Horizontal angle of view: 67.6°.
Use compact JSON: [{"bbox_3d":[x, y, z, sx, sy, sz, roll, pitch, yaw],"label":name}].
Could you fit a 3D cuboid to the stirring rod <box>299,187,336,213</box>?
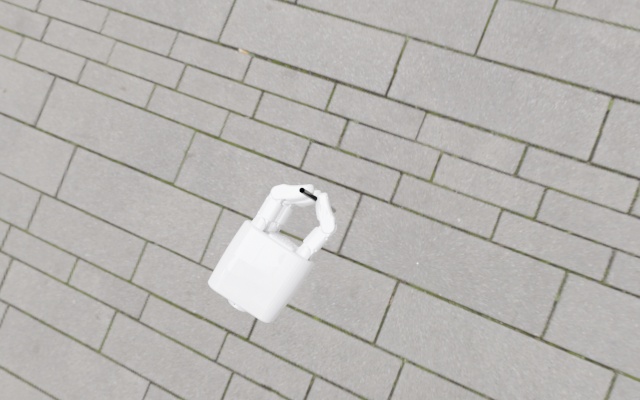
[{"bbox_3d":[0.000,0.002,0.721,0.011,0.011,0.239,0,-7,11],"label":"stirring rod"}]
